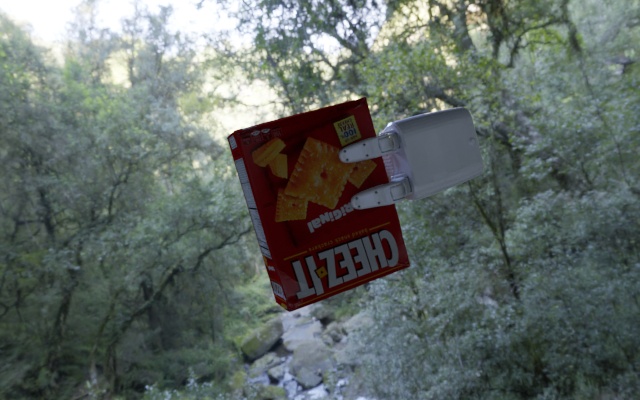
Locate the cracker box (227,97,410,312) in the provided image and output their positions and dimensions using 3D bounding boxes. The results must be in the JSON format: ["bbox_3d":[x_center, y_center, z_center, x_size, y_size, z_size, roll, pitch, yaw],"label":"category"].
[{"bbox_3d":[0.000,0.002,0.571,0.164,0.214,0.072,-17,6,-17],"label":"cracker box"}]
